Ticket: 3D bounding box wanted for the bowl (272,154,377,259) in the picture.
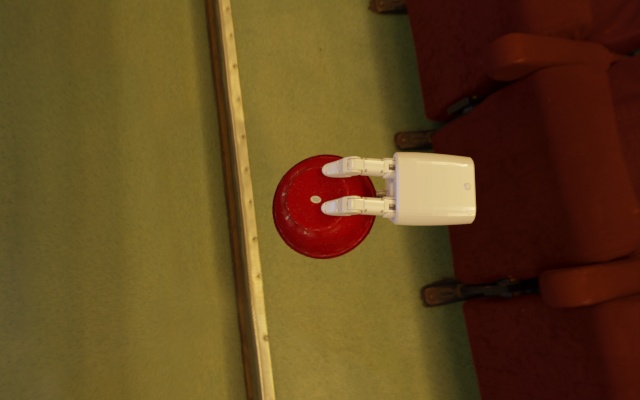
[{"bbox_3d":[-0.001,0.003,0.695,0.162,0.162,0.055,0,-12,11],"label":"bowl"}]
